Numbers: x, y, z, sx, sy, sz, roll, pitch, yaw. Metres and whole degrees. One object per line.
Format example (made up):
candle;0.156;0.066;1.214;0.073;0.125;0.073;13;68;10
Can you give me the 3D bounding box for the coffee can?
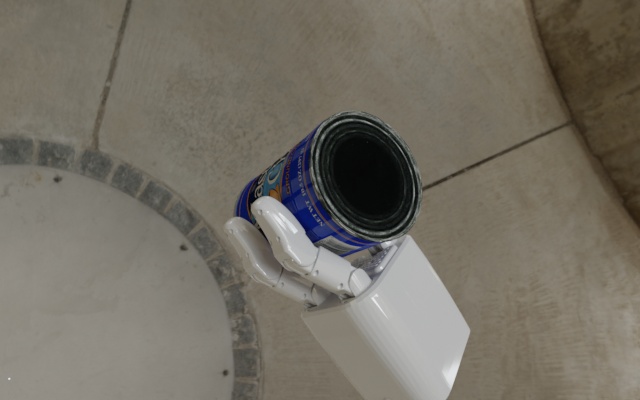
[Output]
coffee can;0.000;0.001;0.404;0.103;0.102;0.140;0;-17;-33
